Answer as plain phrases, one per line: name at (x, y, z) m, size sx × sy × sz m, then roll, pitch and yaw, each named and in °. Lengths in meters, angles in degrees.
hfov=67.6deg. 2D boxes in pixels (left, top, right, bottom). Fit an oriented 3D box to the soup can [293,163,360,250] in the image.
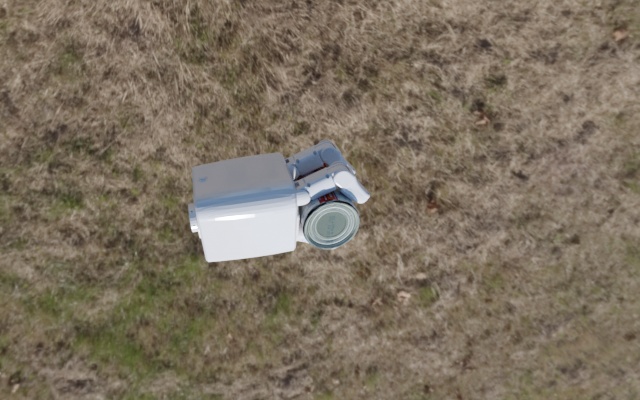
soup can at (0.001, 0.002, 0.571) m, size 0.068 × 0.068 × 0.102 m, roll 0°, pitch 32°, yaw -17°
